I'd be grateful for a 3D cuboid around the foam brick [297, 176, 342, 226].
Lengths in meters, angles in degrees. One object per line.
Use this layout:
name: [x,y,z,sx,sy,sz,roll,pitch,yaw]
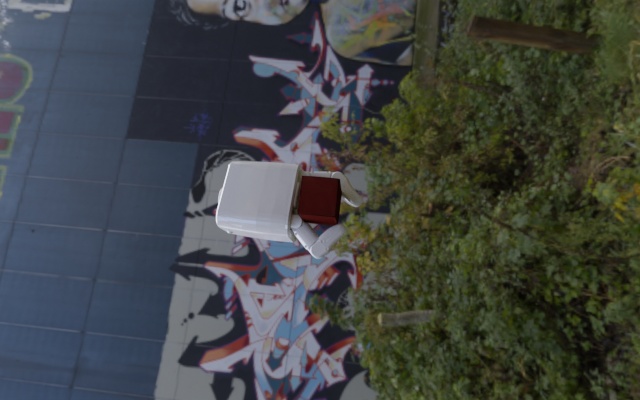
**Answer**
foam brick: [0.000,0.002,0.650,0.051,0.053,0.078,6,-12,6]
